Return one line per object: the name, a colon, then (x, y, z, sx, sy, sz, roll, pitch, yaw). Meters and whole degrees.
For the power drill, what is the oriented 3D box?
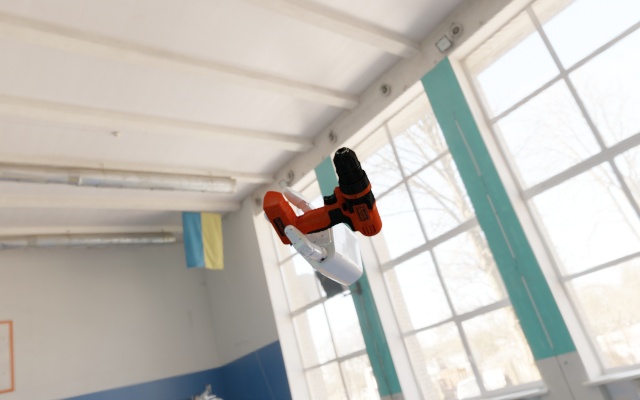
power drill: (0.000, 0.003, 0.823, 0.187, 0.184, 0.057, -12, 36, 17)
